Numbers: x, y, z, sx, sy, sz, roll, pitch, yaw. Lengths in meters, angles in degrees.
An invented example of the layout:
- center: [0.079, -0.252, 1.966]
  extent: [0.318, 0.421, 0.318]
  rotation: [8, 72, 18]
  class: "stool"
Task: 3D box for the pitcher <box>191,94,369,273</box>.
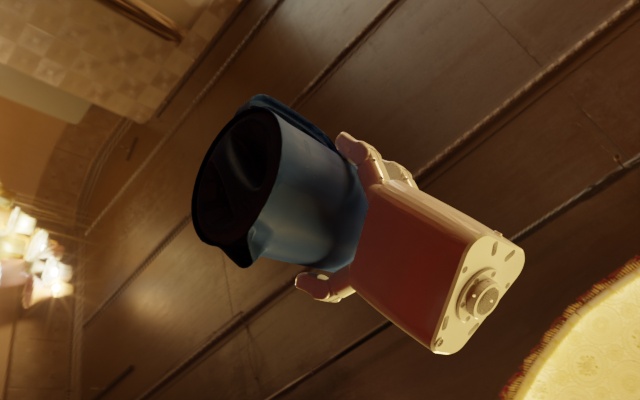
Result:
- center: [0.000, 0.002, 0.507]
  extent: [0.243, 0.149, 0.145]
  rotation: [24, 6, -41]
  class: "pitcher"
